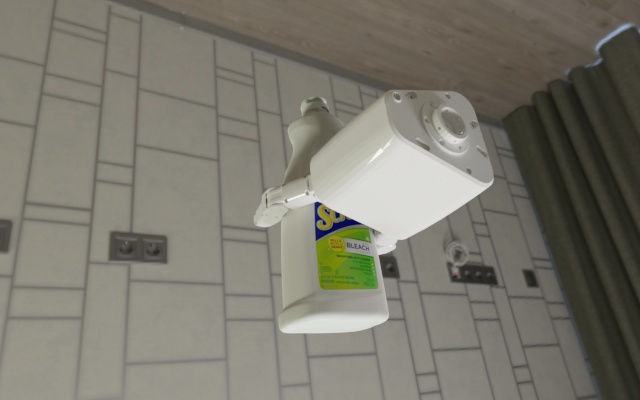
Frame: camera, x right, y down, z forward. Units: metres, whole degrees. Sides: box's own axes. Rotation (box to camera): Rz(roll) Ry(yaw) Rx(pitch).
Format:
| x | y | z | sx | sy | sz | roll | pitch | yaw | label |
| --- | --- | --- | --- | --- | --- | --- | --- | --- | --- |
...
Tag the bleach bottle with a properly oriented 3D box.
| x | y | z | sx | sy | sz | roll | pitch | yaw | label |
| --- | --- | --- | --- | --- | --- | --- | --- | --- | --- |
| 0.000 | 0.002 | 0.485 | 0.102 | 0.250 | 0.068 | 8 | -29 | -31 | bleach bottle |
